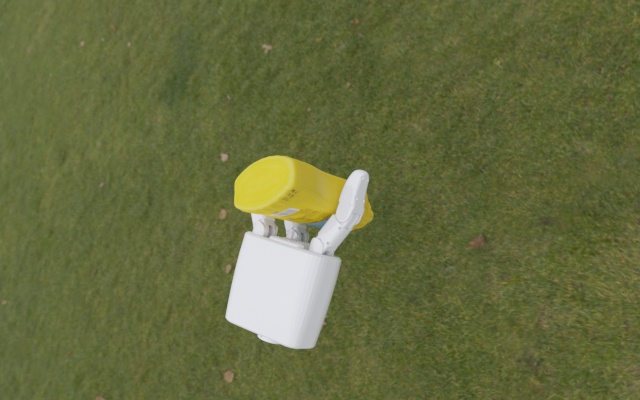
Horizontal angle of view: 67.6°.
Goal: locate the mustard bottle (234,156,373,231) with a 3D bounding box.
[{"bbox_3d":[0.000,0.001,0.565,0.096,0.058,0.192,-19,-25,38],"label":"mustard bottle"}]
